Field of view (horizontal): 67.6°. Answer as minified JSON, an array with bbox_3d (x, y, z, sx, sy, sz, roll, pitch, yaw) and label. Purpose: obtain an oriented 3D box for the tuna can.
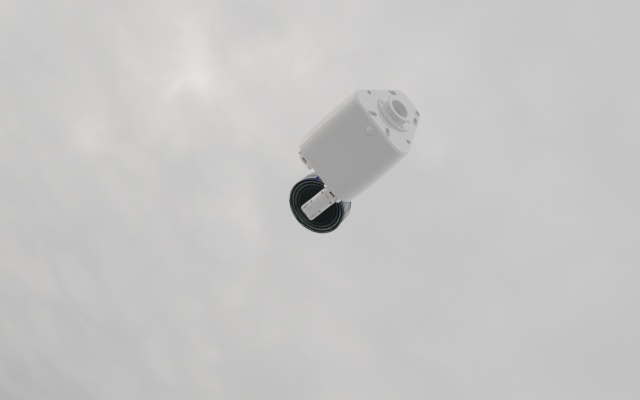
[{"bbox_3d":[0.000,0.002,0.684,0.086,0.086,0.033,0,25,30],"label":"tuna can"}]
